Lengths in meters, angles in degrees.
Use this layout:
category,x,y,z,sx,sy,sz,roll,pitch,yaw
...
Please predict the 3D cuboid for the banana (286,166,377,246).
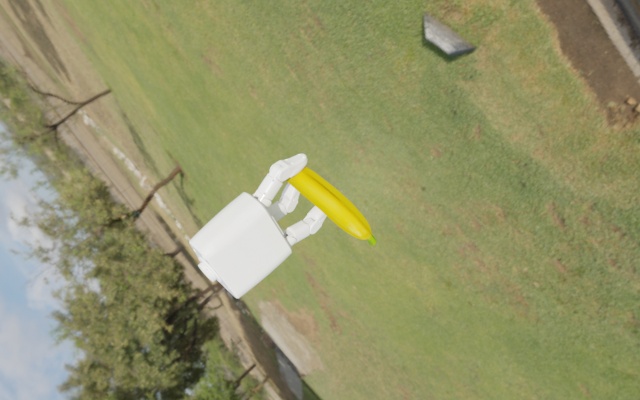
category,x,y,z,sx,sy,sz,roll,pitch,yaw
banana,0.004,-0.002,0.703,0.198,0.037,0.070,42,-18,11
